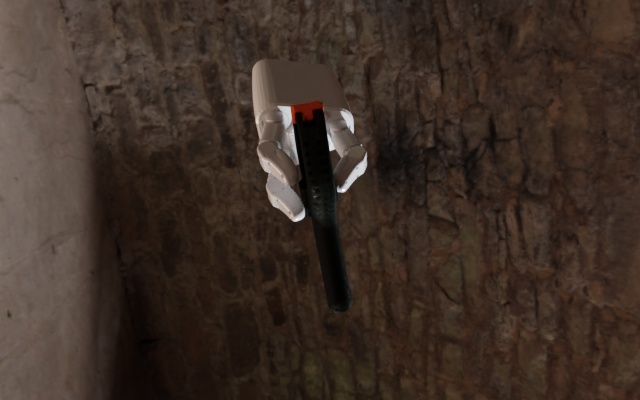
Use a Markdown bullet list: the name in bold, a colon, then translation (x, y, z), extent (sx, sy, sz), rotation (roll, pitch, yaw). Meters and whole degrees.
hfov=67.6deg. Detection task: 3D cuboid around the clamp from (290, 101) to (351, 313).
- **clamp**: translation (0.001, 0.001, 0.480), extent (0.036, 0.164, 0.210), rotation (-12, -42, -5)
